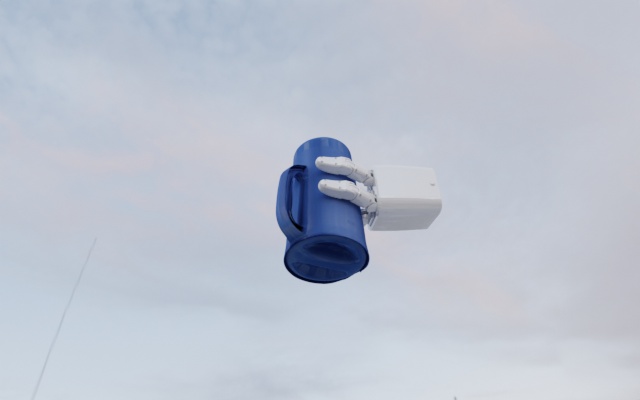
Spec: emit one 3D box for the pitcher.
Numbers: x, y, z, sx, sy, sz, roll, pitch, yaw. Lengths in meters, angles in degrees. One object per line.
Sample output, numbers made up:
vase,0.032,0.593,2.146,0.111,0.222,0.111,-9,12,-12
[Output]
pitcher,0.000,0.003,0.802,0.145,0.242,0.149,1,-41,-4
